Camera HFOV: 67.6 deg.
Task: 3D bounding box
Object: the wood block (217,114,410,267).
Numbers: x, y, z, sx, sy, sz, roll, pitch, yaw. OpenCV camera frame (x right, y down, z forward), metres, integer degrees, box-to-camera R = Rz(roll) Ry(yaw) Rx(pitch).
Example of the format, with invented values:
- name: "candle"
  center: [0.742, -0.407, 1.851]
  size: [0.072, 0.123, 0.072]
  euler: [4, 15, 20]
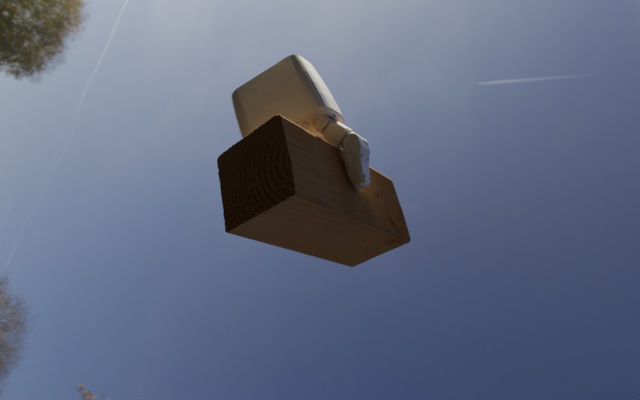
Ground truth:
- name: "wood block"
  center: [0.000, 0.001, 0.518]
  size: [0.091, 0.090, 0.206]
  euler: [-29, -32, 29]
